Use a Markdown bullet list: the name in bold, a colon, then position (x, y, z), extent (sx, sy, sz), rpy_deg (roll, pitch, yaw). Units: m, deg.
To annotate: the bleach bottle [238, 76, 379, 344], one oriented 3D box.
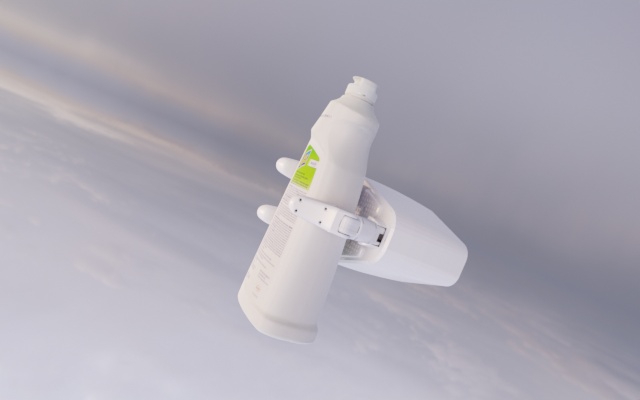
- **bleach bottle**: position (0.000, 0.002, 0.465), extent (0.068, 0.251, 0.102), rpy_deg (22, 2, -27)
